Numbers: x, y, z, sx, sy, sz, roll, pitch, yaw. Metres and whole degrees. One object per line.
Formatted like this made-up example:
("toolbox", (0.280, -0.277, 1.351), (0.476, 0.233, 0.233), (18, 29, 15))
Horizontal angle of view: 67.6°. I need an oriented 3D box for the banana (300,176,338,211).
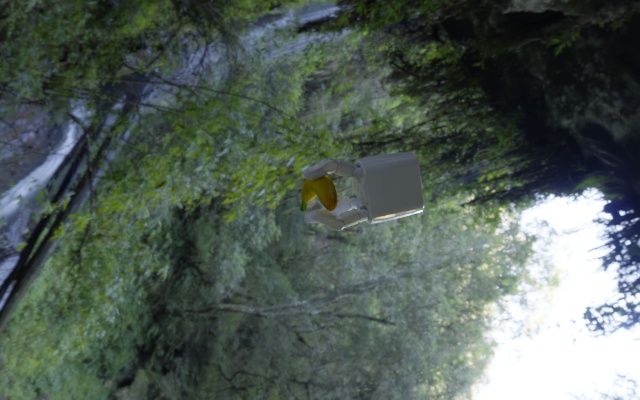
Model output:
("banana", (-0.002, -0.016, 0.858), (0.037, 0.069, 0.198), (-4, -1, -14))
